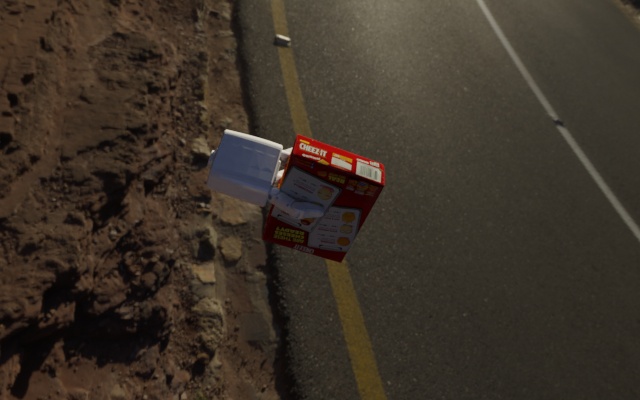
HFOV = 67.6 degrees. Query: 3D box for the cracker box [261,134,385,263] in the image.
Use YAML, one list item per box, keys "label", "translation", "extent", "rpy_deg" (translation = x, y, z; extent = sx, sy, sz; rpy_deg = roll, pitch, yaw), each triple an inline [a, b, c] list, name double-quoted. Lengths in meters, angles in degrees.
- label: "cracker box"
  translation: [0.000, 0.003, 0.867]
  extent: [0.164, 0.214, 0.072]
  rpy_deg: [18, 41, -8]
